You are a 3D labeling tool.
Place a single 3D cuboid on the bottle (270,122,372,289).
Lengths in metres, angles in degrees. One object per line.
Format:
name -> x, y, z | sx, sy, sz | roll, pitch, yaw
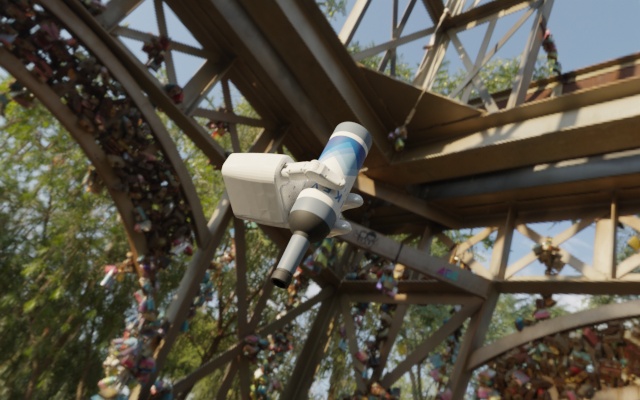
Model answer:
bottle -> 0.000, 0.002, 0.721 | 0.069, 0.295, 0.069 | 18, -35, 13
